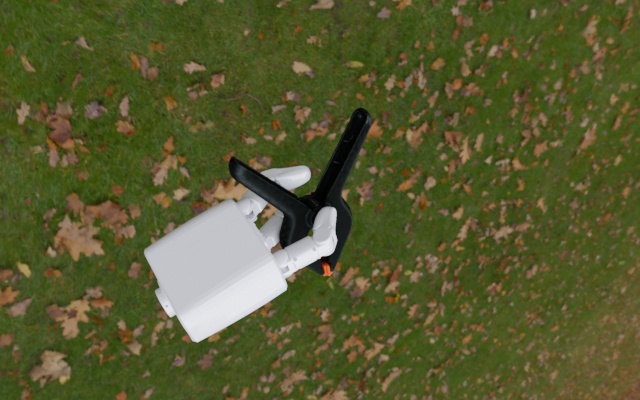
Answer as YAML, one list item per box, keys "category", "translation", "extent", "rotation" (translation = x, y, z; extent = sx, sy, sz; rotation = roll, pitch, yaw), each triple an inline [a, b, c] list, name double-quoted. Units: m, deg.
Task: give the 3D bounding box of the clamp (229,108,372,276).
- category: "clamp"
  translation: [0.000, 0.003, 0.549]
  extent: [0.164, 0.210, 0.036]
  rotation: [-29, 42, -14]
